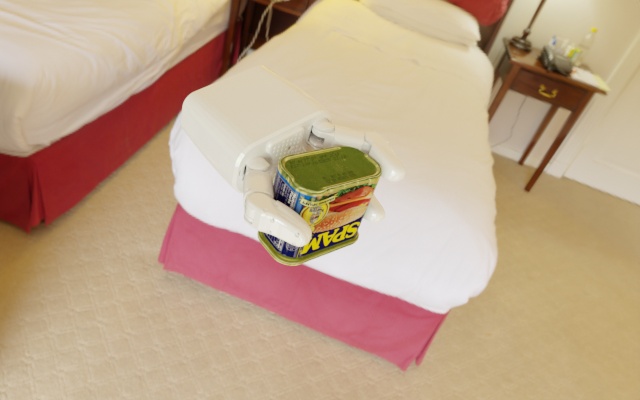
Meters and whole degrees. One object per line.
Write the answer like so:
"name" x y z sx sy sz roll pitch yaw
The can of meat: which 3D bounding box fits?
"can of meat" 0.000 0.001 0.436 0.102 0.084 0.057 -16 48 -37
